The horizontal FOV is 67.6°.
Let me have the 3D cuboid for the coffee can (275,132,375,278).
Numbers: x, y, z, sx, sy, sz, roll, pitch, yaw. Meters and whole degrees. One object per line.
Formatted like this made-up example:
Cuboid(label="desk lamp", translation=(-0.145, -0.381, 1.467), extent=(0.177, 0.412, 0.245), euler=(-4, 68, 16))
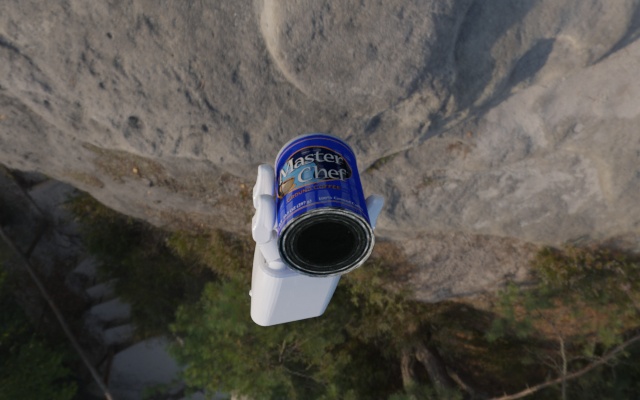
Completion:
Cuboid(label="coffee can", translation=(0.000, 0.002, 0.546), extent=(0.103, 0.103, 0.140), euler=(0, 40, -6))
